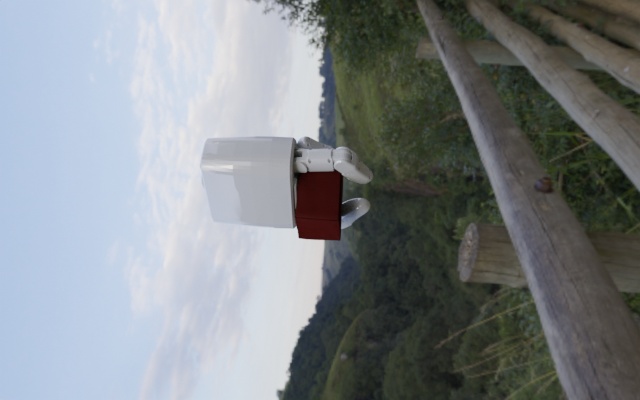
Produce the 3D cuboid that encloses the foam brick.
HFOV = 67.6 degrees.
[{"bbox_3d":[0.000,0.002,0.560,0.051,0.078,0.053,2,-32,3],"label":"foam brick"}]
